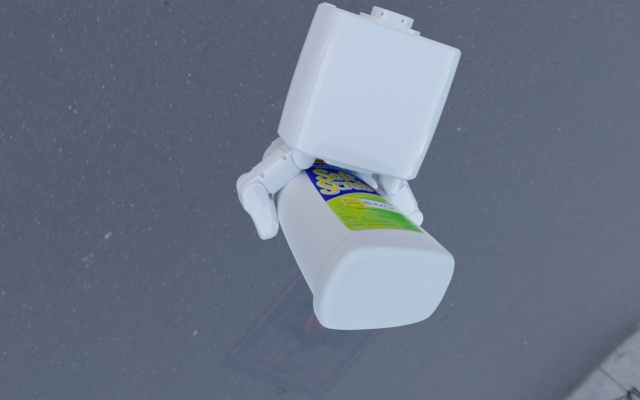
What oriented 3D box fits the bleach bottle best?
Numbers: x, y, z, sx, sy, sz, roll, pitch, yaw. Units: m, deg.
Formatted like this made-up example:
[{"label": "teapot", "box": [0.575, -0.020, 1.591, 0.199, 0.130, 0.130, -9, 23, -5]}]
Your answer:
[{"label": "bleach bottle", "box": [0.000, 0.001, 0.409, 0.102, 0.068, 0.250, 5, 25, -28]}]
